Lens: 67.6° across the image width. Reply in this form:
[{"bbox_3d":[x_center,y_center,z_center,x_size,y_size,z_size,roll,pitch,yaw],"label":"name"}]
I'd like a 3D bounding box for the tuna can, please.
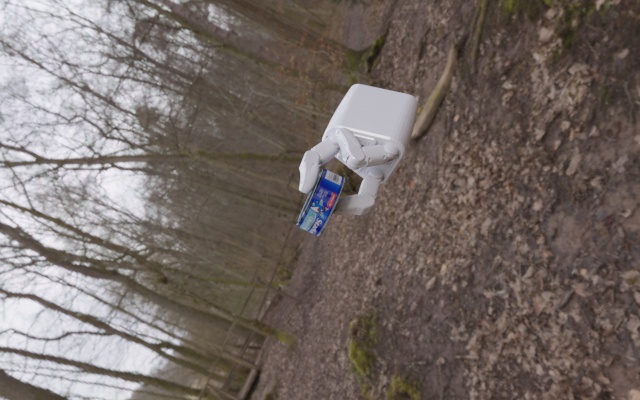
[{"bbox_3d":[0.000,0.002,0.630,0.034,0.086,0.086,25,-2,-5],"label":"tuna can"}]
